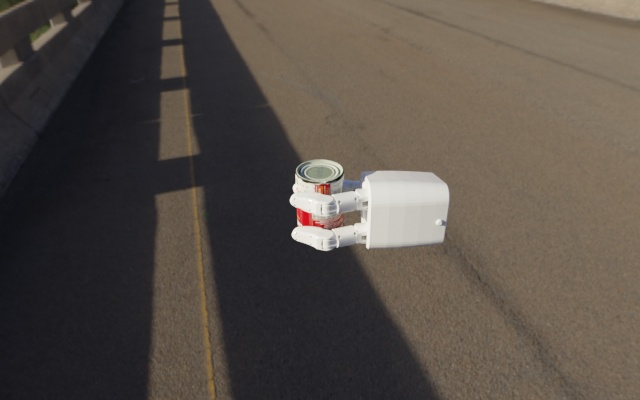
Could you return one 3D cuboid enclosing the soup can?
[{"bbox_3d":[0.000,0.002,0.671,0.068,0.102,0.068,-1,32,0],"label":"soup can"}]
